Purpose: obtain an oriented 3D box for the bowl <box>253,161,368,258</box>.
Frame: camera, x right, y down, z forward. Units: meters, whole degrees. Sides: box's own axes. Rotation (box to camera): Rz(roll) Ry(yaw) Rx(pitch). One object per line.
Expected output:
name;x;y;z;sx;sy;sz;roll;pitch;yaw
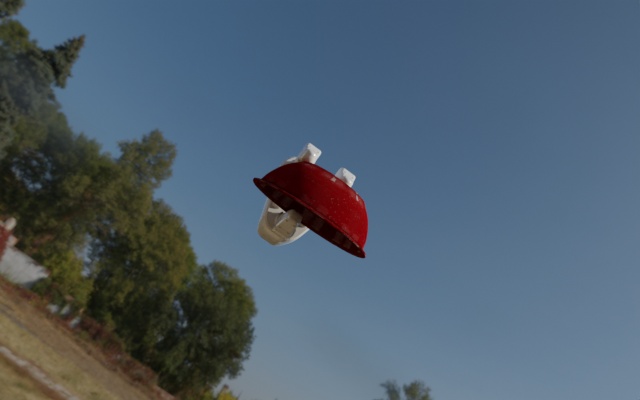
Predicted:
bowl;0.001;0.002;0.569;0.162;0.055;0.162;34;-9;6
